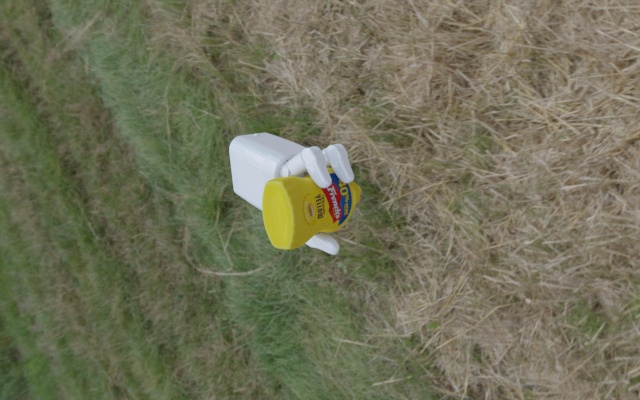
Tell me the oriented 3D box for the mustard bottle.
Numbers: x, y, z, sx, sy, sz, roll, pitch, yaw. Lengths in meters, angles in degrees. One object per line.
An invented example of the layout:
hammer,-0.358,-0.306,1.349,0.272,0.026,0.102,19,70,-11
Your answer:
mustard bottle,0.000,0.002,0.700,0.058,0.096,0.191,-1,10,39
